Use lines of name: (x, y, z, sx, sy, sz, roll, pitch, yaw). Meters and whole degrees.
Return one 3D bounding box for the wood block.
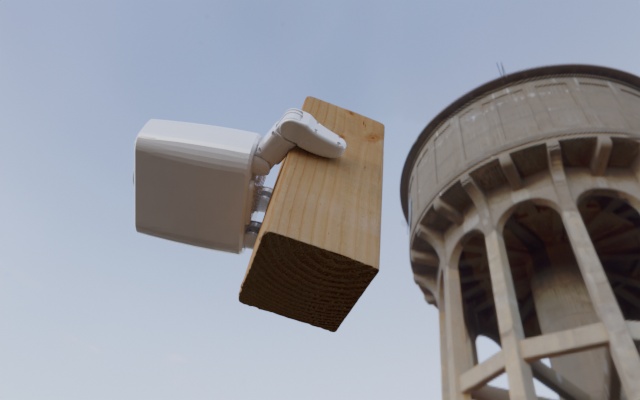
wood block: (0.000, 0.001, 0.443, 0.090, 0.091, 0.206, 20, 40, -8)
